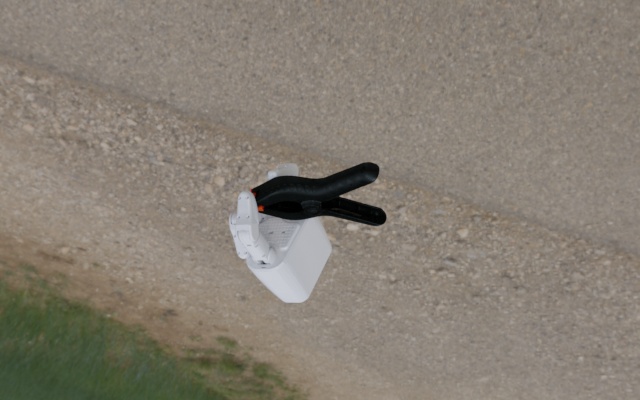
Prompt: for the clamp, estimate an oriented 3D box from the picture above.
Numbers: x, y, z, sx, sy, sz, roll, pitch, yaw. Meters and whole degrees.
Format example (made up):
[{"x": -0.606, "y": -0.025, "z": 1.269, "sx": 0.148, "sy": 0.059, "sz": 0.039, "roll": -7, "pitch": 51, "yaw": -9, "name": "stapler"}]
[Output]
[{"x": 0.000, "y": 0.002, "z": 0.583, "sx": 0.171, "sy": 0.039, "sz": 0.120, "roll": -4, "pitch": -37, "yaw": 20, "name": "clamp"}]
